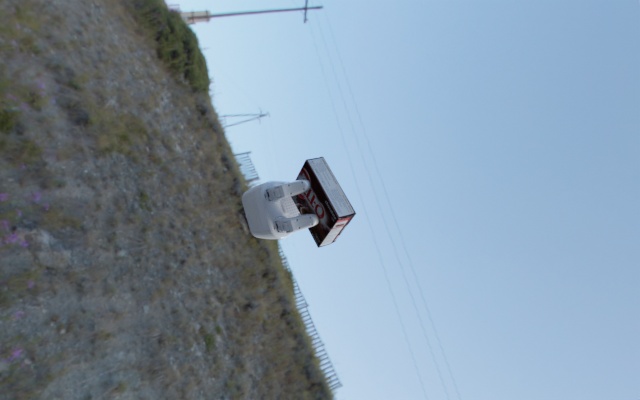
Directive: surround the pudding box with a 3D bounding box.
[{"bbox_3d":[0.000,0.002,0.745,0.039,0.113,0.090,-17,-25,-31],"label":"pudding box"}]
